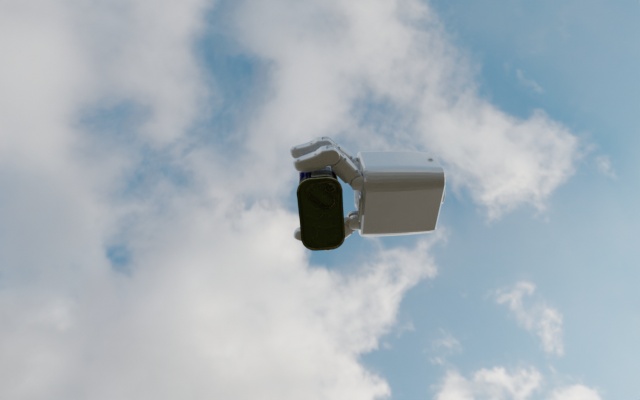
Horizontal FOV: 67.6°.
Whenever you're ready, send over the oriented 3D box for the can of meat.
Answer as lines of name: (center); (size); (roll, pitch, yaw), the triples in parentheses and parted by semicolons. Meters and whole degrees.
can of meat: (0.000, 0.002, 0.640); (0.057, 0.102, 0.084); (-4, 24, 1)
